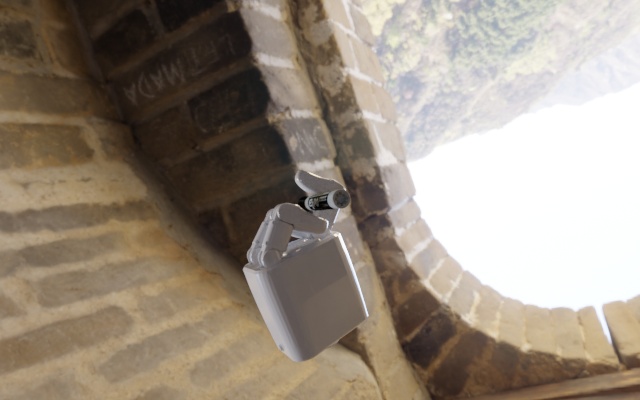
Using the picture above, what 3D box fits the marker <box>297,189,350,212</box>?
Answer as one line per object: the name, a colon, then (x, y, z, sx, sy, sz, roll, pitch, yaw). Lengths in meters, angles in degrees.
marker: (0.000, 0.002, 0.513, 0.020, 0.020, 0.121, 0, -3, -20)
